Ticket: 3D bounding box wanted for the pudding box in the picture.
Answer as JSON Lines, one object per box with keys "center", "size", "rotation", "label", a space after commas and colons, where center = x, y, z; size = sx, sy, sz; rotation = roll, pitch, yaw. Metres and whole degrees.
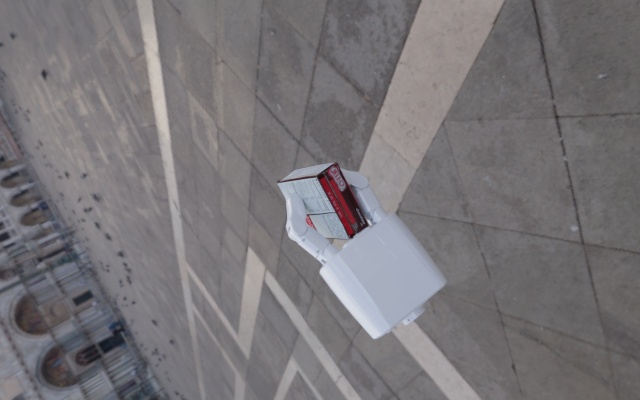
{"center": [0.000, 0.002, 0.604], "size": [0.039, 0.090, 0.113], "rotation": [-35, 16, -29], "label": "pudding box"}
